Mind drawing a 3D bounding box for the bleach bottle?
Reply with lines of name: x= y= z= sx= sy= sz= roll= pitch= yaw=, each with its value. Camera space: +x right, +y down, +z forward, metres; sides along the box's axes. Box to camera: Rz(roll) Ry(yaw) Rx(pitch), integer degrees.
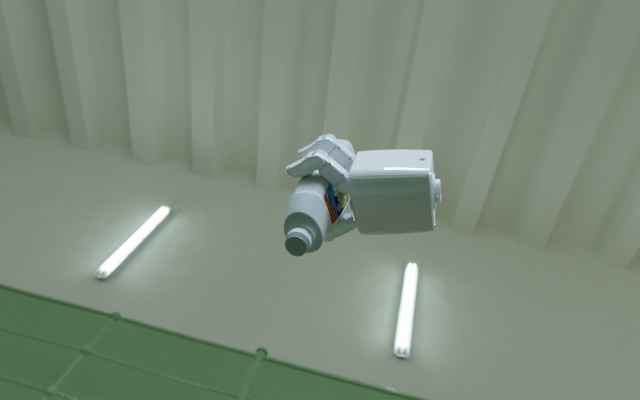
bleach bottle: x=0.000 y=0.002 z=0.676 sx=0.068 sy=0.103 sz=0.250 roll=-1 pitch=28 yaw=15
